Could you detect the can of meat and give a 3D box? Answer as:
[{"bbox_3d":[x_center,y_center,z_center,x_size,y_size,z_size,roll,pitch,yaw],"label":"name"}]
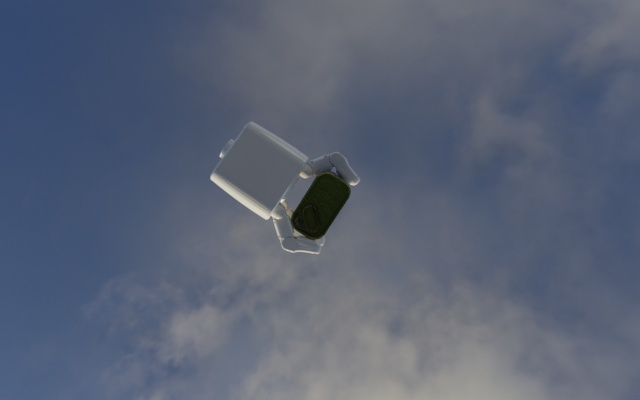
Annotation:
[{"bbox_3d":[0.000,0.002,0.745,0.057,0.102,0.084,32,7,-5],"label":"can of meat"}]
